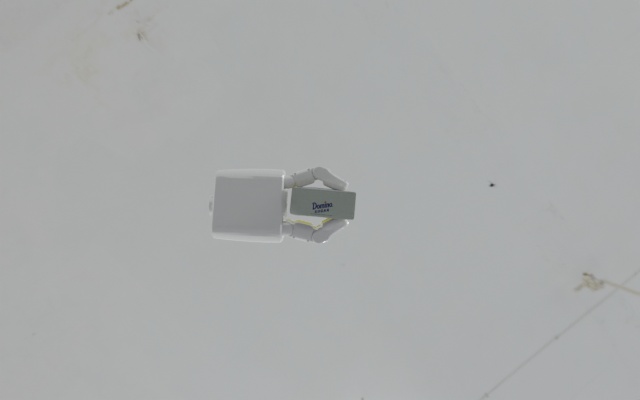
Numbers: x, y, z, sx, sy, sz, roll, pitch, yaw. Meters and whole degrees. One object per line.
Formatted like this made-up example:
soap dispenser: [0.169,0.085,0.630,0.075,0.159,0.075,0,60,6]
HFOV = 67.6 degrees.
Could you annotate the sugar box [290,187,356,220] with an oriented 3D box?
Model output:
sugar box: [0.000,0.003,0.749,0.093,0.048,0.176,5,3,-2]
